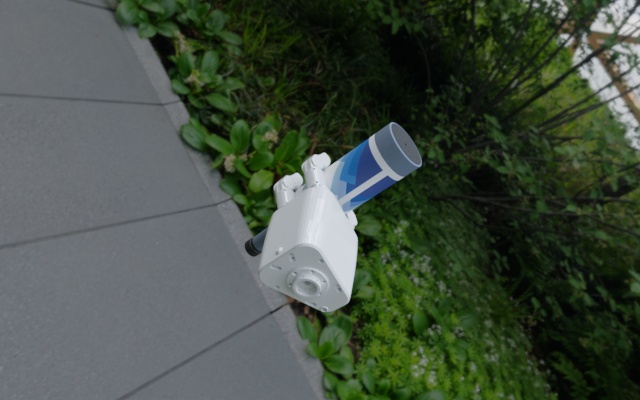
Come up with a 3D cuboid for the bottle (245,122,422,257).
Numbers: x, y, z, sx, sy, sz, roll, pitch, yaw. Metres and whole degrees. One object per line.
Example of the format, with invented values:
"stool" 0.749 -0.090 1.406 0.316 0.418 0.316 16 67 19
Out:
"bottle" 0.000 0.002 0.667 0.296 0.069 0.069 -34 -18 28
